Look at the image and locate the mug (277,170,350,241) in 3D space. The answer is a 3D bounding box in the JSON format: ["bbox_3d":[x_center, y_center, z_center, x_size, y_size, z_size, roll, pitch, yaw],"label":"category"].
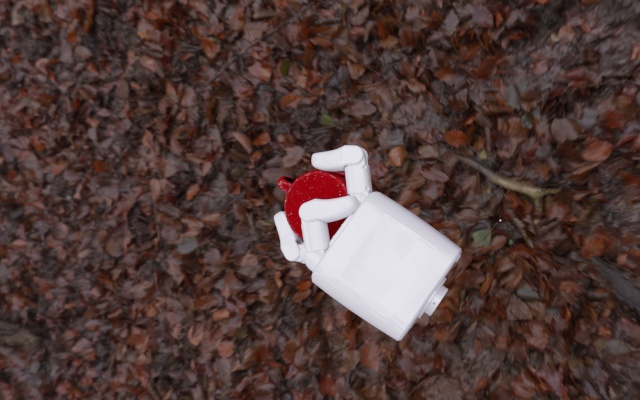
[{"bbox_3d":[-0.001,0.001,0.558,0.117,0.093,0.081,33,9,18],"label":"mug"}]
